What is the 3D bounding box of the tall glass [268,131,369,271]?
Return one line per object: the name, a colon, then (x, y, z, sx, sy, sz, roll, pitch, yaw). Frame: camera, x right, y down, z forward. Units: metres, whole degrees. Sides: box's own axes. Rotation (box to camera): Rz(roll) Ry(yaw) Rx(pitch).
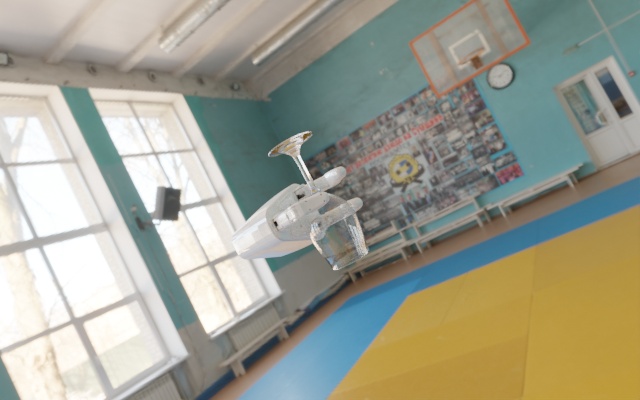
tall glass: (0.000, 0.002, 0.716, 0.079, 0.201, 0.079, -28, -4, -2)
